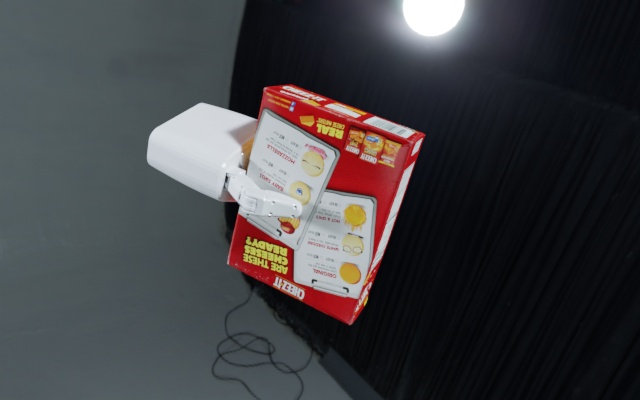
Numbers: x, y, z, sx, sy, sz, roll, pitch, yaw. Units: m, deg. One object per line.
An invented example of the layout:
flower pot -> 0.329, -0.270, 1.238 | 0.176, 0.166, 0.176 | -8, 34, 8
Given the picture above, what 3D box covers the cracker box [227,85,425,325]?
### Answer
cracker box -> 0.000, 0.002, 0.522 | 0.164, 0.214, 0.072 | 23, 24, 18
